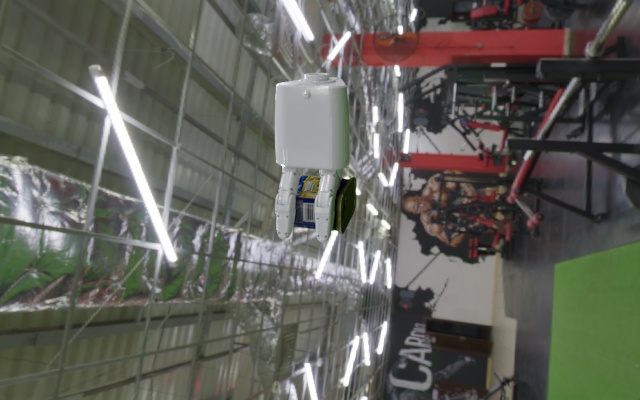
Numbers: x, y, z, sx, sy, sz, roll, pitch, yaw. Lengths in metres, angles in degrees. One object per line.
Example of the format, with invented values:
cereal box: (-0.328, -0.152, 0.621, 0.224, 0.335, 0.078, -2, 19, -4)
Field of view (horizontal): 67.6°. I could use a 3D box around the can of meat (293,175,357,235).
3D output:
can of meat: (0.000, 0.002, 0.676, 0.084, 0.057, 0.102, 5, 24, 15)
